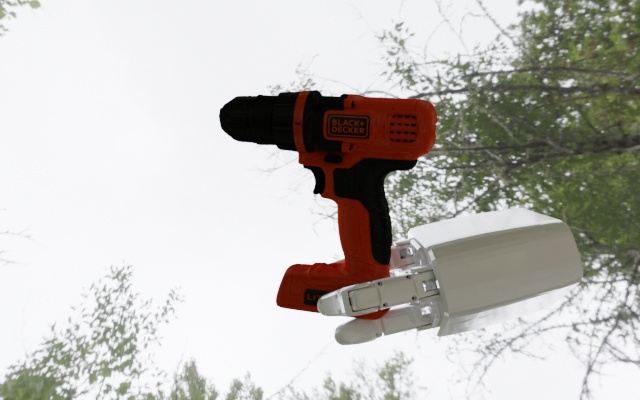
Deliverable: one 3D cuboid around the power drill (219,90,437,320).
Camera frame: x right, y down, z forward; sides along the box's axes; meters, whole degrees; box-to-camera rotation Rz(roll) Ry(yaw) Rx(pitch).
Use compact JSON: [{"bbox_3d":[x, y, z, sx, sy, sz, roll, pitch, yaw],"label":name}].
[{"bbox_3d":[0.000,0.002,0.411,0.184,0.188,0.057,5,14,15],"label":"power drill"}]
